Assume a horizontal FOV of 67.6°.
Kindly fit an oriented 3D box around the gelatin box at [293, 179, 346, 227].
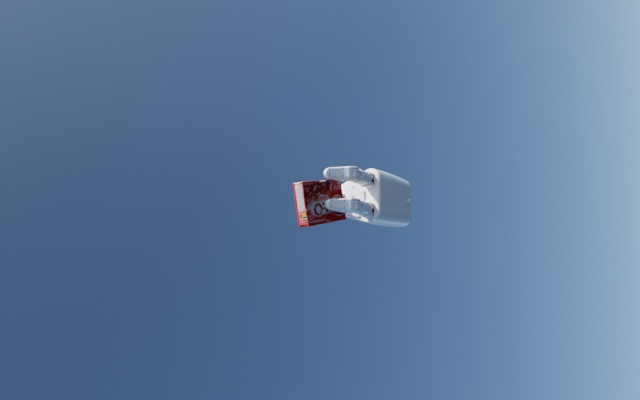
[{"bbox_3d":[0.000,0.003,0.799,0.089,0.073,0.030,-7,0,-41],"label":"gelatin box"}]
